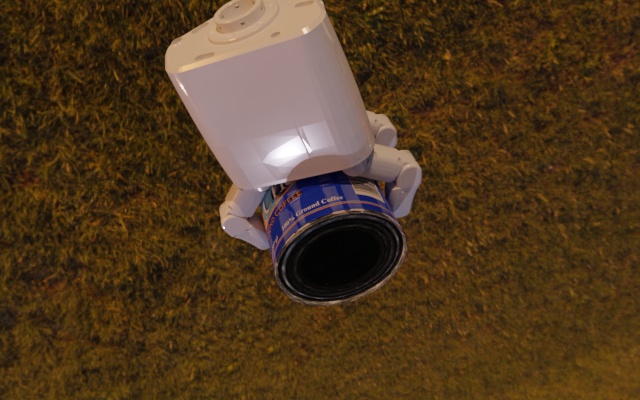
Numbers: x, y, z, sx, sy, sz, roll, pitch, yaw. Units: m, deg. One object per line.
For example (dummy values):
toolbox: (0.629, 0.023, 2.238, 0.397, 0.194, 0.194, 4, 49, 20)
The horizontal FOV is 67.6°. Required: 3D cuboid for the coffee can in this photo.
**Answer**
coffee can: (0.000, 0.001, 0.404, 0.103, 0.103, 0.140, 0, 40, -18)
